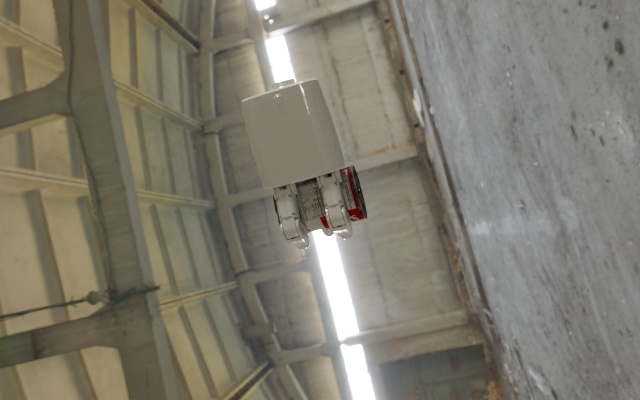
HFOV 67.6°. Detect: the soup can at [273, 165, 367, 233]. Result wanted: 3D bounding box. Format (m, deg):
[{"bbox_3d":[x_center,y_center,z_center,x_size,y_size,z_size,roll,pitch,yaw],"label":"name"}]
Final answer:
[{"bbox_3d":[0.000,0.002,0.591,0.102,0.068,0.068,-15,-3,9],"label":"soup can"}]
